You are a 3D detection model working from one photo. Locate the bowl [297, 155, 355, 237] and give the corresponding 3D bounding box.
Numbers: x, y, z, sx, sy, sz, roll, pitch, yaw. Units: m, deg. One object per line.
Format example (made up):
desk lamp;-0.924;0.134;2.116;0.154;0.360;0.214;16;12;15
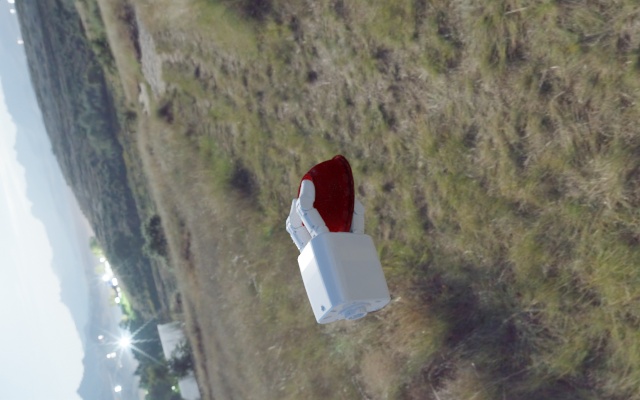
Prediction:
bowl;-0.001;0.002;0.786;0.055;0.162;0.162;5;-2;-19
